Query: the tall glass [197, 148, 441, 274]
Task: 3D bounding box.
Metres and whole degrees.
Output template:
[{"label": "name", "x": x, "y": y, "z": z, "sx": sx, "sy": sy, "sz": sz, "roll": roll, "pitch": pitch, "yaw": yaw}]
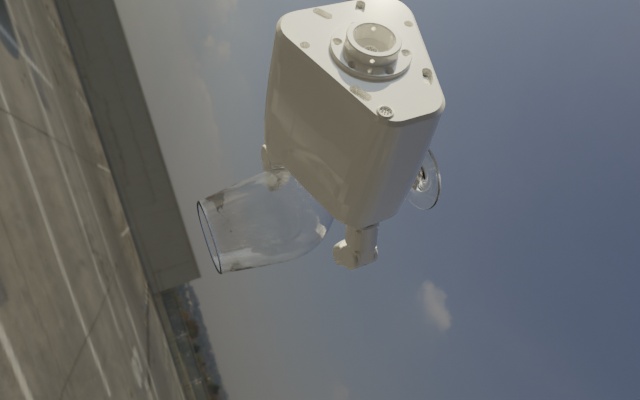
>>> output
[{"label": "tall glass", "x": 0.001, "y": 0.001, "z": 0.414, "sx": 0.201, "sy": 0.079, "sz": 0.079, "roll": -18, "pitch": 6, "yaw": -19}]
